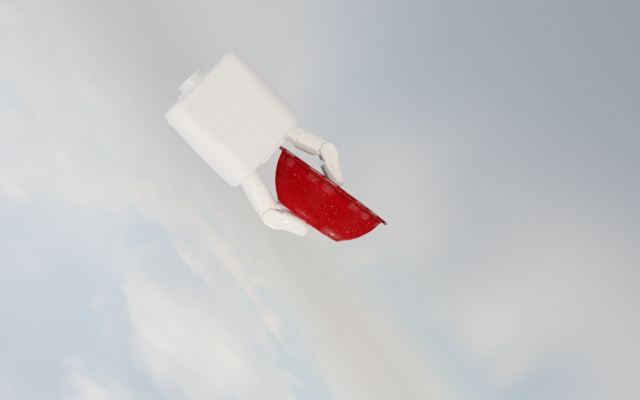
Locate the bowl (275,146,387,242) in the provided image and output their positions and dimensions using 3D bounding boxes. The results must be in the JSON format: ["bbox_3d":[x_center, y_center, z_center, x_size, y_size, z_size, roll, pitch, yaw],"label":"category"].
[{"bbox_3d":[0.001,0.003,0.579,0.162,0.055,0.162,35,1,-1],"label":"bowl"}]
